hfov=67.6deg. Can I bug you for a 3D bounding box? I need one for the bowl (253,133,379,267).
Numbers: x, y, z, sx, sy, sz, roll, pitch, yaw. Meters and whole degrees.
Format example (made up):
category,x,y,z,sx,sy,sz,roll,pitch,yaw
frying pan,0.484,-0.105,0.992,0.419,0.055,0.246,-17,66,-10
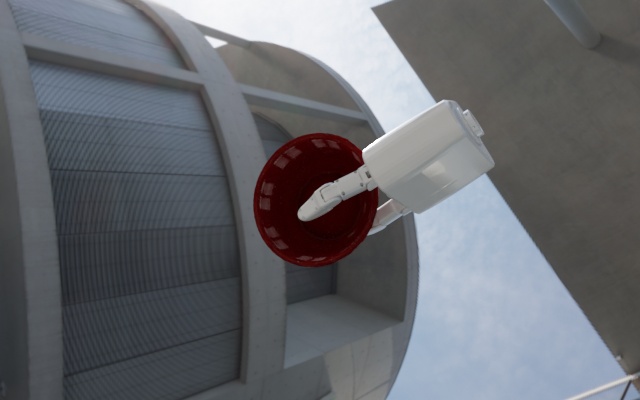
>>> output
category,x,y,z,sx,sy,sz,roll,pitch,yaw
bowl,-0.001,0.002,0.588,0.162,0.162,0.055,0,-9,22
